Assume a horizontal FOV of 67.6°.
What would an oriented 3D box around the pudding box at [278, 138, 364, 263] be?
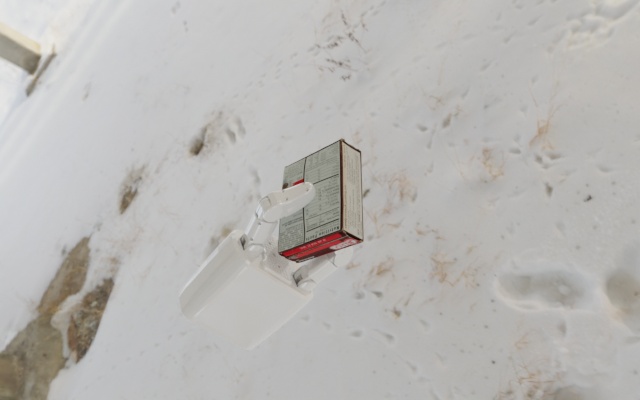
[{"bbox_3d":[0.000,0.002,0.509,0.090,0.113,0.039,-22,-35,35],"label":"pudding box"}]
